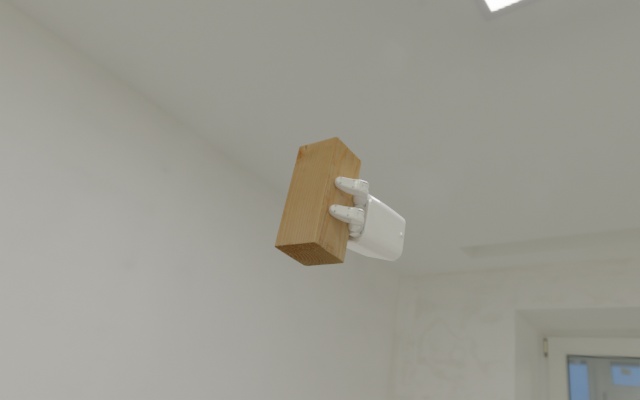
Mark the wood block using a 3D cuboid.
[{"bbox_3d":[0.000,0.003,0.854,0.091,0.206,0.090,-11,-35,37],"label":"wood block"}]
